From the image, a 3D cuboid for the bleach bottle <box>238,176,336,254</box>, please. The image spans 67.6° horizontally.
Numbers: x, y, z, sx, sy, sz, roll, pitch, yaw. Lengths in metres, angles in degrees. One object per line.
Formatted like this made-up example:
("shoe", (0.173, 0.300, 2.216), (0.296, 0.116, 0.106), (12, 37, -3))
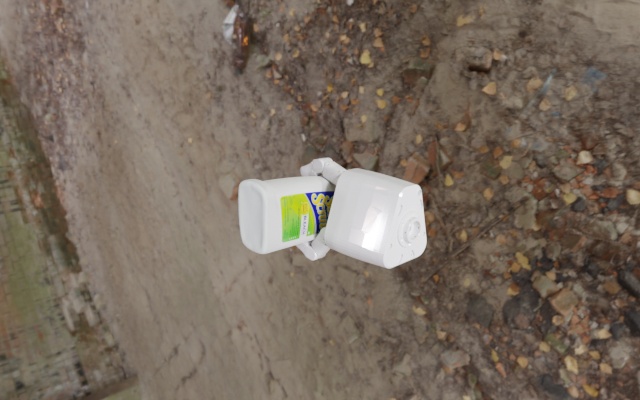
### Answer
("bleach bottle", (0.000, 0.002, 0.710), (0.251, 0.102, 0.068), (-14, 22, -42))
